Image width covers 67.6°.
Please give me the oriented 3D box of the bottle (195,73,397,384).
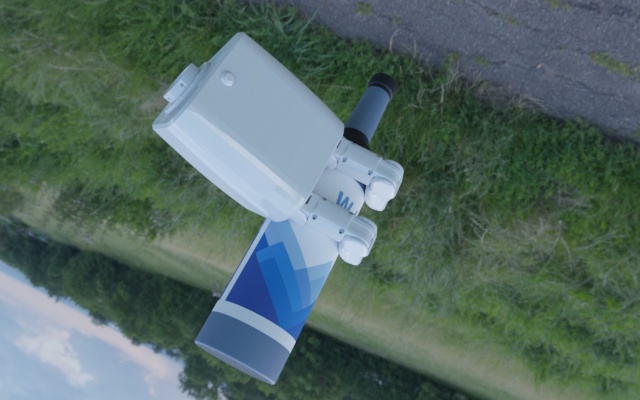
[{"bbox_3d":[0.000,0.002,0.410,0.069,0.295,0.069,23,-26,12],"label":"bottle"}]
